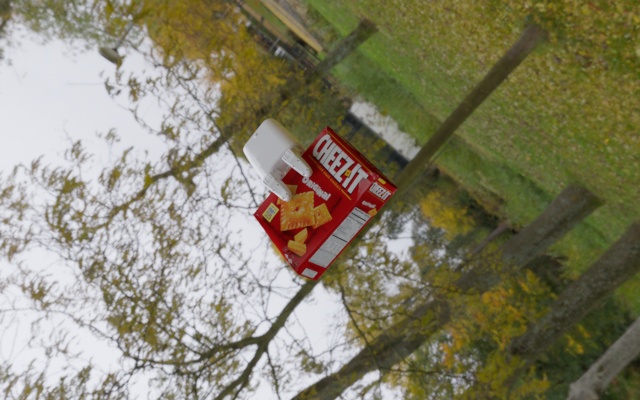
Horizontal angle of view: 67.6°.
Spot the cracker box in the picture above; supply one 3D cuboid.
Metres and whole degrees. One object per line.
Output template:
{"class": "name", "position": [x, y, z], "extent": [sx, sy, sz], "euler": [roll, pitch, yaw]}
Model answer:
{"class": "cracker box", "position": [0.000, 0.003, 0.825], "extent": [0.072, 0.214, 0.164], "euler": [28, 16, -49]}
